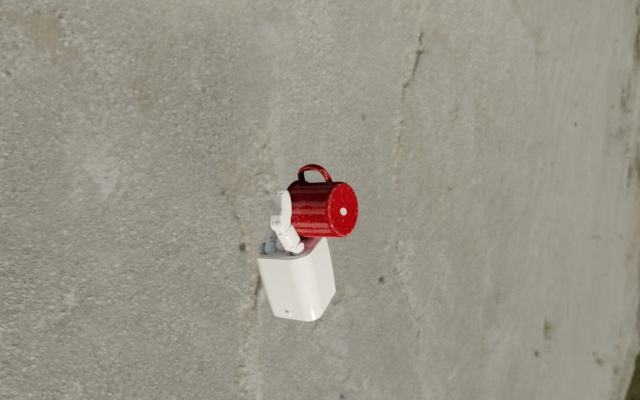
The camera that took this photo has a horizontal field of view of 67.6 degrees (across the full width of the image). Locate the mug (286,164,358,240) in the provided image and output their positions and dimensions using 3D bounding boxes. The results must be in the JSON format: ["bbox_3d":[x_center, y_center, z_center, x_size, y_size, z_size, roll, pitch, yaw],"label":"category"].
[{"bbox_3d":[0.000,0.001,0.704,0.081,0.117,0.093,-1,18,37],"label":"mug"}]
